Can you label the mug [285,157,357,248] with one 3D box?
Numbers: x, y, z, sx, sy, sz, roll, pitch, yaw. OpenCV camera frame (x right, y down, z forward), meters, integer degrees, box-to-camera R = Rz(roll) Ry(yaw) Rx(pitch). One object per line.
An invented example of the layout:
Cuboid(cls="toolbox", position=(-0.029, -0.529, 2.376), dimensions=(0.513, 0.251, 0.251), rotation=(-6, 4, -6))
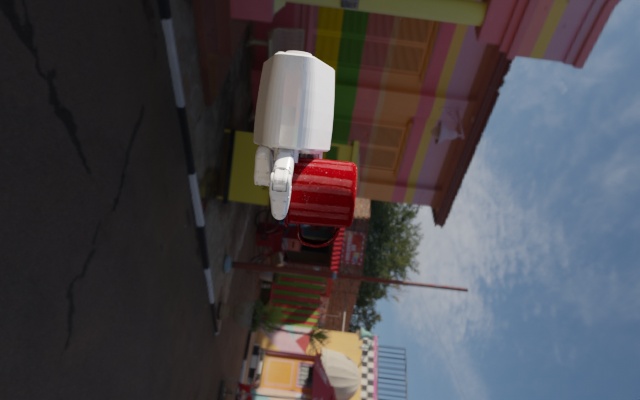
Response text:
Cuboid(cls="mug", position=(0.000, 0.003, 0.592), dimensions=(0.081, 0.117, 0.093), rotation=(5, 9, 0))
